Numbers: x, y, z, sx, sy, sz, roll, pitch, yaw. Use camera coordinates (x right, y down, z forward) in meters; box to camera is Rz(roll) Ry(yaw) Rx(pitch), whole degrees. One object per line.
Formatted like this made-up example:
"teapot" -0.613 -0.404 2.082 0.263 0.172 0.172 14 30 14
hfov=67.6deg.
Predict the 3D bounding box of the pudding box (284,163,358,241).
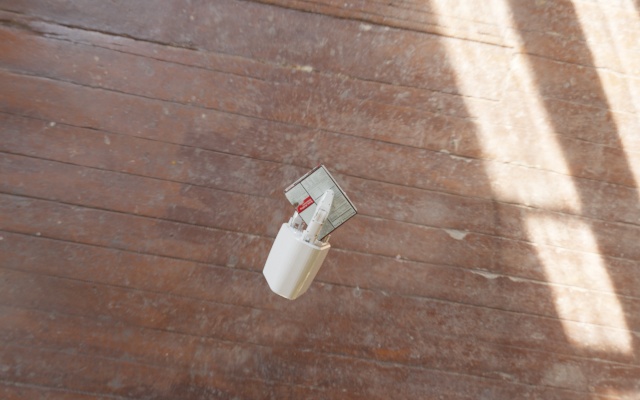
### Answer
"pudding box" 0.000 0.003 0.868 0.090 0.113 0.039 -36 8 4
